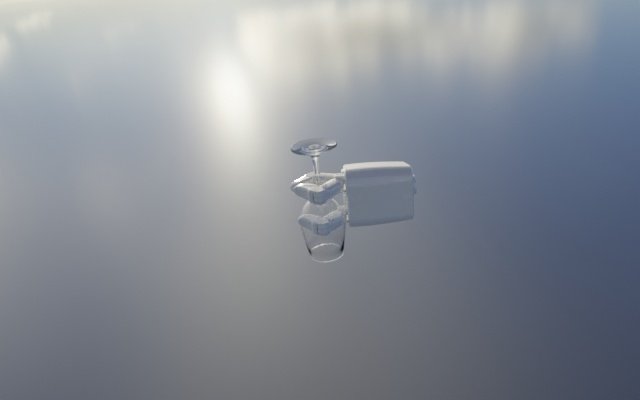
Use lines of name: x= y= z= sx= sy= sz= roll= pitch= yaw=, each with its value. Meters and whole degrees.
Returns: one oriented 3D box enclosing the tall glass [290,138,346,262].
tall glass: x=0.000 y=0.002 z=0.795 sx=0.079 sy=0.201 sz=0.079 roll=-5 pitch=26 yaw=3
